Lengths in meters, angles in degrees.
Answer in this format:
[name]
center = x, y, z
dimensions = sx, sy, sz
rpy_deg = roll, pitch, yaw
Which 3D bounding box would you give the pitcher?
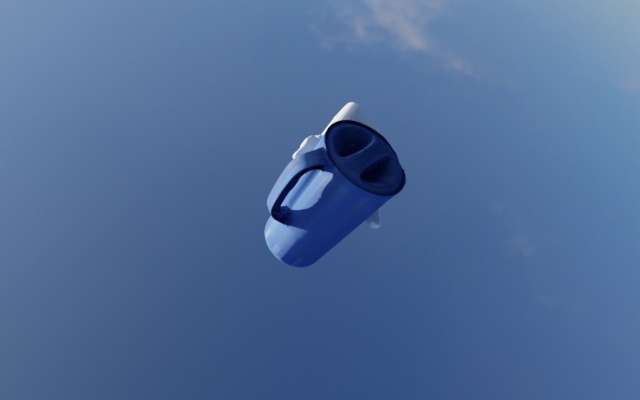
[pitcher]
center = 0.000, 0.002, 0.727
dimensions = 0.149, 0.145, 0.243
rpy_deg = 35, -48, -7
